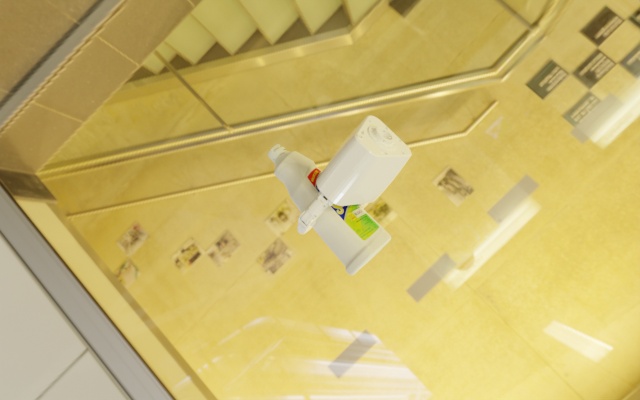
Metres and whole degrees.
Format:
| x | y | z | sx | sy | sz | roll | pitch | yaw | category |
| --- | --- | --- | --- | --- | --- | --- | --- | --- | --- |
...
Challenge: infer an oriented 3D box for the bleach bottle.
| x | y | z | sx | sy | sz | roll | pitch | yaw | category |
| --- | --- | --- | --- | --- | --- | --- | --- | --- | --- |
| 0.000 | 0.003 | 0.801 | 0.068 | 0.251 | 0.102 | -52 | -13 | 34 | bleach bottle |
